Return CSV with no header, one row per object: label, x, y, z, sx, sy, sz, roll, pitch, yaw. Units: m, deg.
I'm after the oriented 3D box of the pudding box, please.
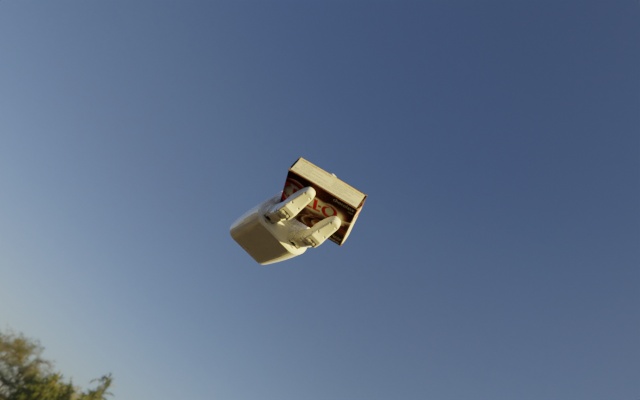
pudding box,0.000,0.002,0.682,0.113,0.039,0.090,29,-40,7
